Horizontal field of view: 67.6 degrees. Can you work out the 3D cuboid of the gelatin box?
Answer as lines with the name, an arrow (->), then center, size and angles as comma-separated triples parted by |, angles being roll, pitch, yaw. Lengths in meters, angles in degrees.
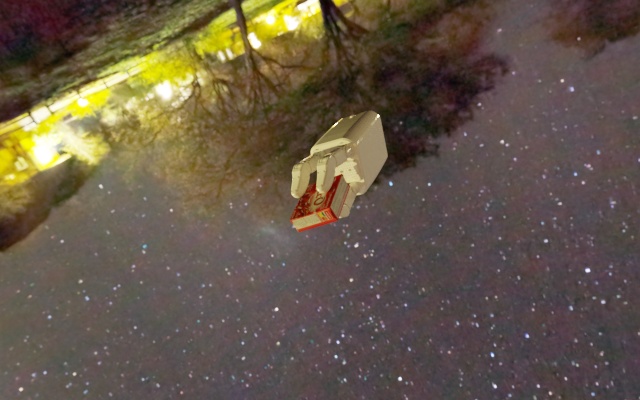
gelatin box -> 0.000, 0.003, 0.738 | 0.073, 0.030, 0.089 | -18, 31, 30
